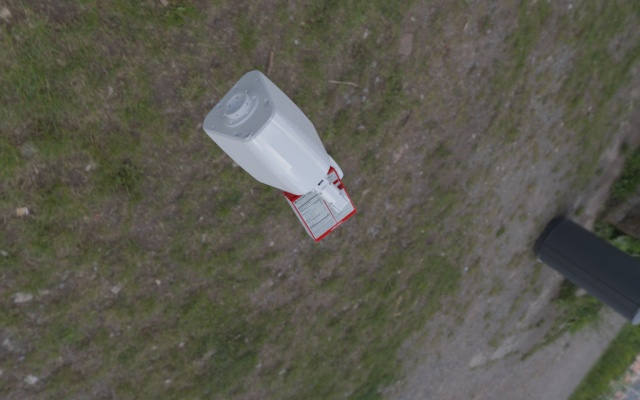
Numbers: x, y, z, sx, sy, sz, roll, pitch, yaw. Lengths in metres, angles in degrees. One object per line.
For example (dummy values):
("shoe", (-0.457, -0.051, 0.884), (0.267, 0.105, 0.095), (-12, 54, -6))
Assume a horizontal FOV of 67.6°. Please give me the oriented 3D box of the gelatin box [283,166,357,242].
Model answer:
("gelatin box", (0.000, 0.003, 0.647), (0.073, 0.089, 0.030), (-38, 39, -9))
